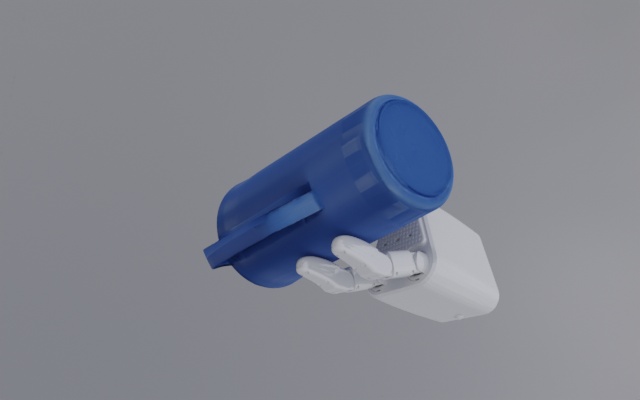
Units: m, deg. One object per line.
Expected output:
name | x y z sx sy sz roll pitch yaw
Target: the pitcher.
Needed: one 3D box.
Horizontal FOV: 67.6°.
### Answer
pitcher | 0.000 0.002 0.474 0.145 0.149 0.243 29 -37 -26
